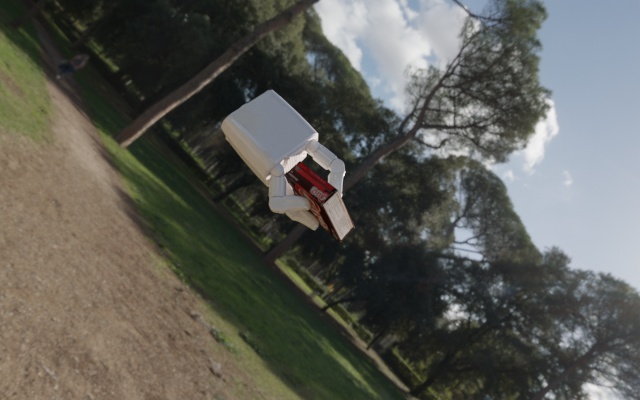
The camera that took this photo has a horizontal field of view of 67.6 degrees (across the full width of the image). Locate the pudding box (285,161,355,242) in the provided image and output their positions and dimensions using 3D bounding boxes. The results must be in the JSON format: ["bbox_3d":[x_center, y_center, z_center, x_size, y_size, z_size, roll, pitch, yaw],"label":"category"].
[{"bbox_3d":[0.000,0.002,0.732,0.090,0.039,0.114,40,-11,36],"label":"pudding box"}]
